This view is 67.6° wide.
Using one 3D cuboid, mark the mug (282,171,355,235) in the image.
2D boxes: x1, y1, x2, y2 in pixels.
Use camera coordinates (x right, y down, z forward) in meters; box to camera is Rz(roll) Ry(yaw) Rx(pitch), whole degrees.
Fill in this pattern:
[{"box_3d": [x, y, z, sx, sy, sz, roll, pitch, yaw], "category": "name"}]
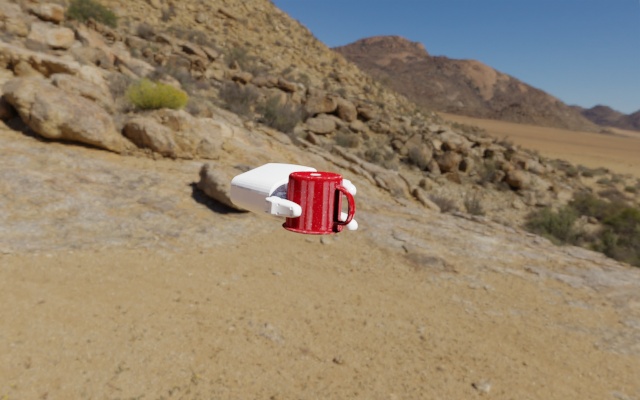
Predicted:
[{"box_3d": [0.001, 0.002, 0.700, 0.117, 0.081, 0.093, 12, 13, 39], "category": "mug"}]
